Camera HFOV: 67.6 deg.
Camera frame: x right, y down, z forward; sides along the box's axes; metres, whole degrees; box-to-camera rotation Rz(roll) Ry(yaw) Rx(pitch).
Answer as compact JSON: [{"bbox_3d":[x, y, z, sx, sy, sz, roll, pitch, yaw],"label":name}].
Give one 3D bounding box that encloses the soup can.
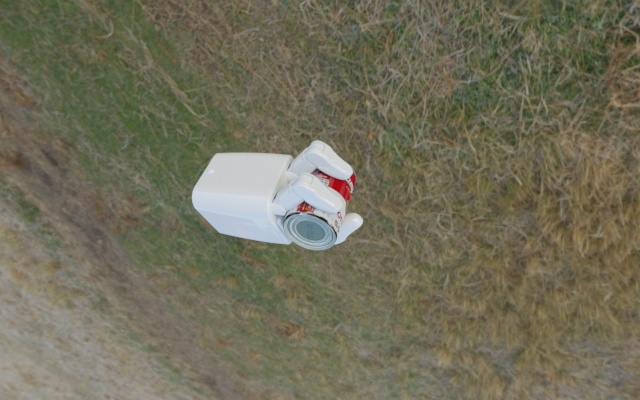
[{"bbox_3d":[0.001,0.002,0.590,0.068,0.102,0.069,12,-41,10],"label":"soup can"}]
